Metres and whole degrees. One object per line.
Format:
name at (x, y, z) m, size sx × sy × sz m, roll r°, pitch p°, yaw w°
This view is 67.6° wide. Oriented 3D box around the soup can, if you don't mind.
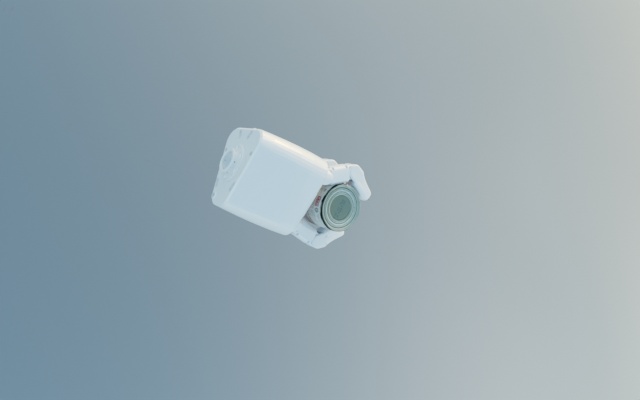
soup can at (0.001, 0.003, 0.681) m, size 0.068 × 0.068 × 0.102 m, roll 0°, pitch 9°, yaw -35°
